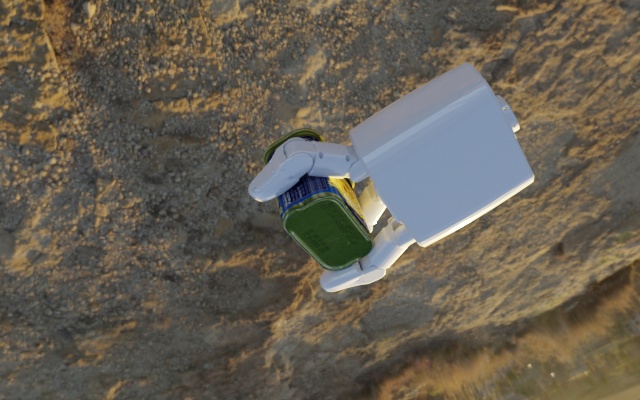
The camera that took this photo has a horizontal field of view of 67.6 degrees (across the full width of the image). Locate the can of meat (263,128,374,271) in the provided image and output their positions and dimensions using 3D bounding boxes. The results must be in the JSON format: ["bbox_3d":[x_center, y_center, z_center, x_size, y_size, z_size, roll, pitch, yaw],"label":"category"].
[{"bbox_3d":[0.000,0.002,0.417,0.057,0.084,0.102,-29,-44,12],"label":"can of meat"}]
